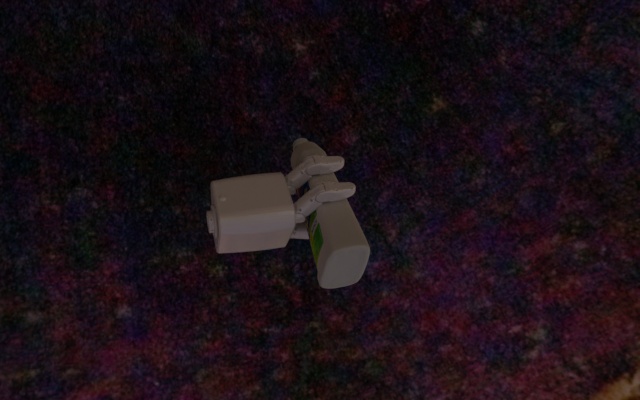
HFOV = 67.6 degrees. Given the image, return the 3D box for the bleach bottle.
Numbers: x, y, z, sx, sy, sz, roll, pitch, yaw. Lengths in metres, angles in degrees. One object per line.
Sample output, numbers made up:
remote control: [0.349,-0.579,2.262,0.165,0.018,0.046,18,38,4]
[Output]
bleach bottle: [0.000,0.002,0.732,0.068,0.250,0.103,-6,-41,-18]
